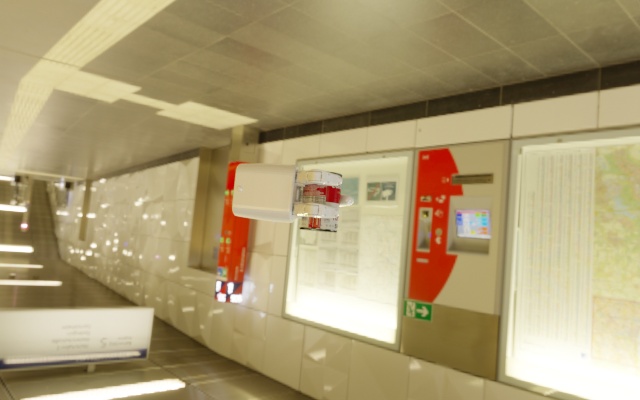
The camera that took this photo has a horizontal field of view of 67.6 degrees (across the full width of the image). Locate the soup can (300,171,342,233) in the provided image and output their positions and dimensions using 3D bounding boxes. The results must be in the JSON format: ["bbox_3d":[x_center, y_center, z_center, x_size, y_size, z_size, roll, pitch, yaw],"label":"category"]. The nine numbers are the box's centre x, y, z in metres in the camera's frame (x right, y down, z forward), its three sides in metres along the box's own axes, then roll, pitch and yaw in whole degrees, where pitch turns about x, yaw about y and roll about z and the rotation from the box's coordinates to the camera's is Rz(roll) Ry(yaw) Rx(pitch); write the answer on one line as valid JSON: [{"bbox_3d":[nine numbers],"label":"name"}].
[{"bbox_3d":[0.001,0.003,0.831,0.068,0.102,0.068,5,-4,0],"label":"soup can"}]
